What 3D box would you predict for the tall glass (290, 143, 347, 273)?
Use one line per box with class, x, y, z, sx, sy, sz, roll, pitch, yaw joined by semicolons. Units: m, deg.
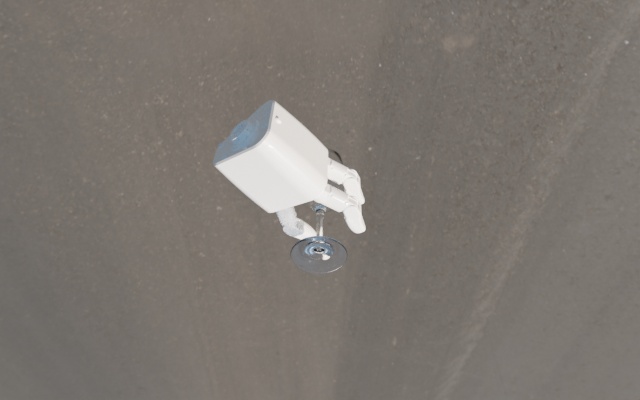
tall glass;0.000;0.003;0.690;0.079;0.079;0.200;0;44;2
